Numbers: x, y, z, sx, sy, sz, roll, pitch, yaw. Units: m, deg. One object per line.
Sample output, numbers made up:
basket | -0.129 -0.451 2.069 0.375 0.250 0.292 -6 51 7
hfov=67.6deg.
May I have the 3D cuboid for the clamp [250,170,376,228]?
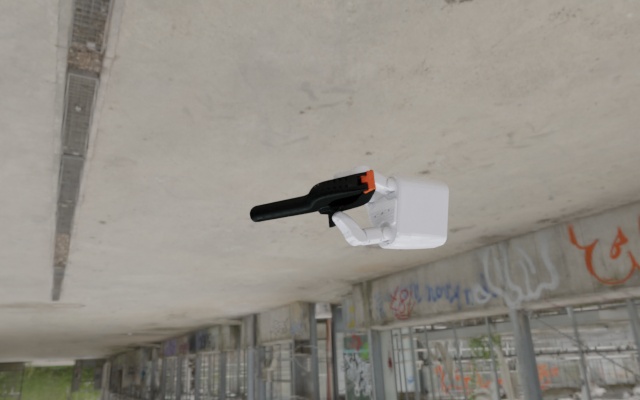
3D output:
clamp | 0.001 0.003 0.709 0.164 0.036 0.210 3 -19 -29
